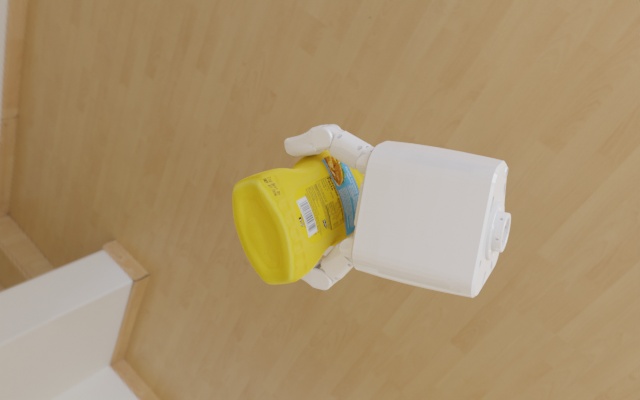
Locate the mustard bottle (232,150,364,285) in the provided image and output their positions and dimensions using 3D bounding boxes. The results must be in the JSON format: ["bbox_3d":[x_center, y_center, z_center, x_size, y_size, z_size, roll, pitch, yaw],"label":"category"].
[{"bbox_3d":[0.000,0.002,0.470,0.058,0.096,0.191,-15,8,35],"label":"mustard bottle"}]
